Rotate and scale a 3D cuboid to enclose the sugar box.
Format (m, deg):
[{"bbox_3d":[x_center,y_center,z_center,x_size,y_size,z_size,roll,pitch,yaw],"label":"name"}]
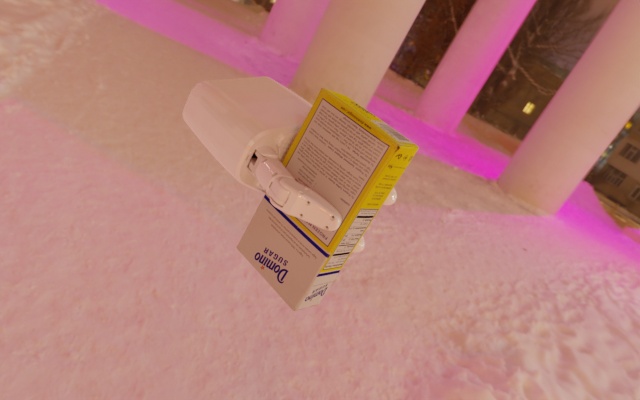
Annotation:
[{"bbox_3d":[0.000,0.001,0.429,0.093,0.176,0.048,42,25,29],"label":"sugar box"}]
